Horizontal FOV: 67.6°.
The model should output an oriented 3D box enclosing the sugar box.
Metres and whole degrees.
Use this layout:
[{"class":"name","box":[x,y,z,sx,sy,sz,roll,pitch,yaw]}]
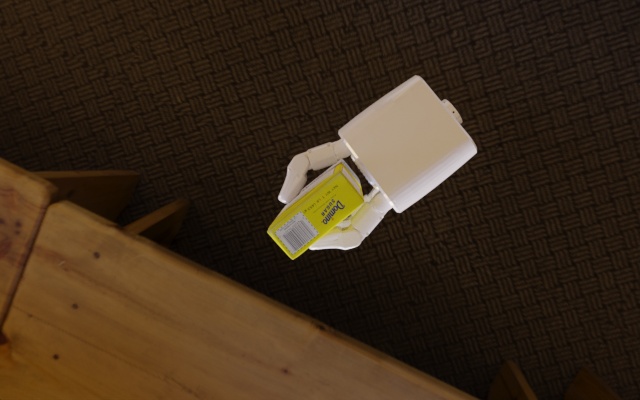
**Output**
[{"class":"sugar box","box":[0.001,0.002,0.535,0.093,0.048,0.176,-38,3,9]}]
